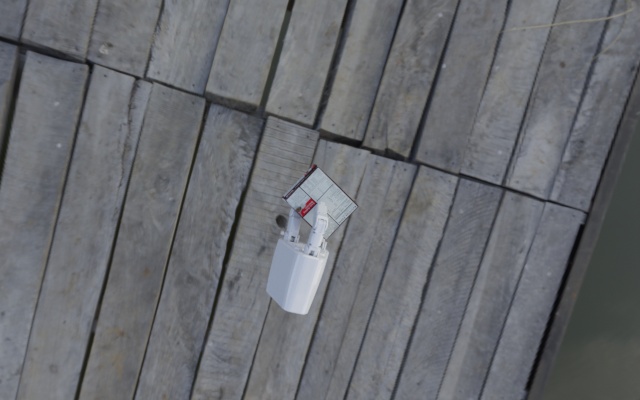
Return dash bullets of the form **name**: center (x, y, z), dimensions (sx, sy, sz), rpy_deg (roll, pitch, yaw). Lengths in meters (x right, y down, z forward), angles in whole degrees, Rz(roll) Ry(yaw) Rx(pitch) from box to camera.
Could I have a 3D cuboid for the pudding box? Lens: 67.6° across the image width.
- **pudding box**: center (0.000, 0.003, 0.875), dimensions (0.113, 0.090, 0.039), rpy_deg (44, -2, -15)
